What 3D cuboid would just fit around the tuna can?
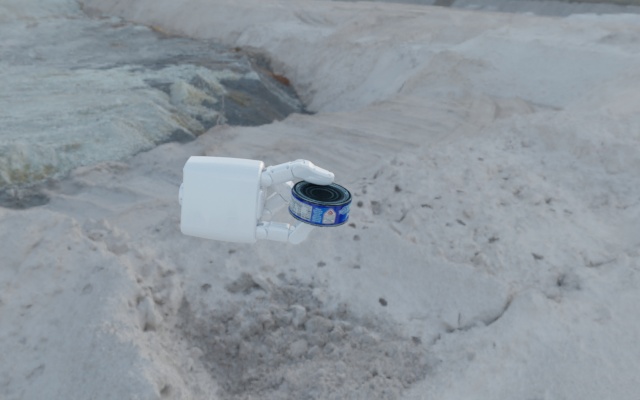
[{"bbox_3d":[0.000,0.002,0.658,0.086,0.034,0.086,8,24,-4],"label":"tuna can"}]
